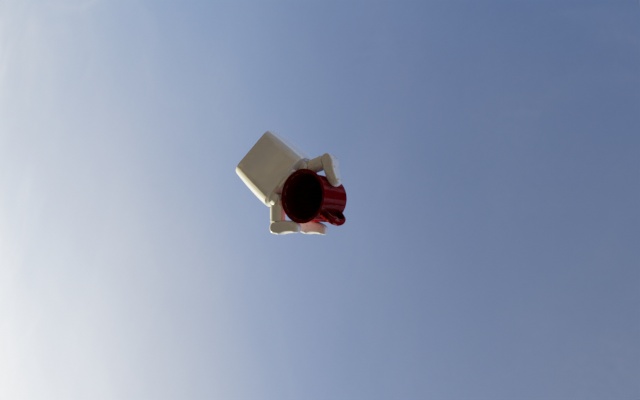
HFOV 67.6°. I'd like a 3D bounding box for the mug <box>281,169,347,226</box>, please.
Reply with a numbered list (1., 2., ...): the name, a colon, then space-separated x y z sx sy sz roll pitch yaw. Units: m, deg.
1. mug: 0.001 0.004 0.829 0.117 0.093 0.081 42 19 31
